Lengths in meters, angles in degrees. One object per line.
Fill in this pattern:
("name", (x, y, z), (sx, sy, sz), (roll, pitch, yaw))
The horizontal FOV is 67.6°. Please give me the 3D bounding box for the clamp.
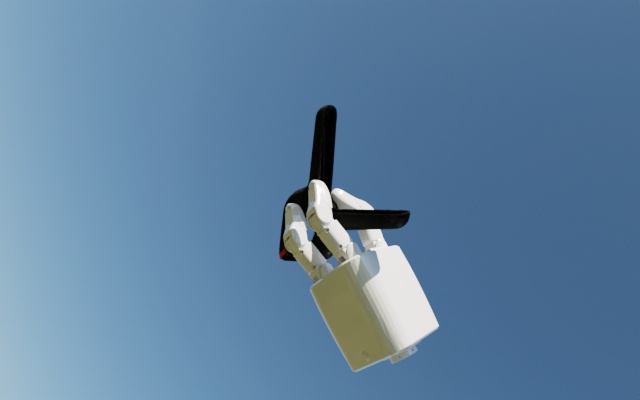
("clamp", (0.001, 0.002, 0.576), (0.036, 0.164, 0.210), (-11, -22, -41))
